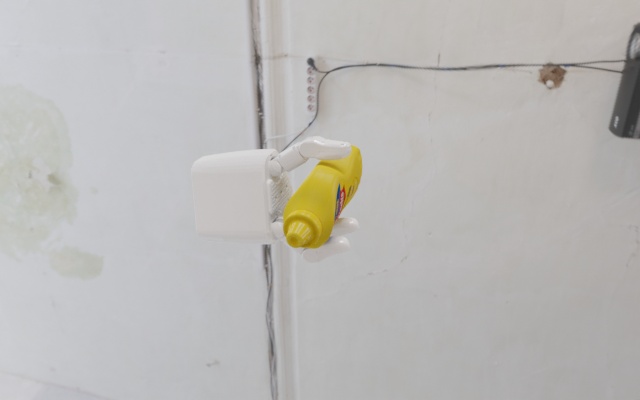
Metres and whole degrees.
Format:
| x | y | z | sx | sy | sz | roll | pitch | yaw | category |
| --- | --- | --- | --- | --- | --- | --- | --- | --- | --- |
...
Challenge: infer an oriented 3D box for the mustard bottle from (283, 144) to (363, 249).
| x | y | z | sx | sy | sz | roll | pitch | yaw | category |
| --- | --- | --- | --- | --- | --- | --- | --- | --- | --- |
| 0.000 | 0.002 | 0.566 | 0.058 | 0.096 | 0.191 | 22 | 29 | 8 | mustard bottle |
